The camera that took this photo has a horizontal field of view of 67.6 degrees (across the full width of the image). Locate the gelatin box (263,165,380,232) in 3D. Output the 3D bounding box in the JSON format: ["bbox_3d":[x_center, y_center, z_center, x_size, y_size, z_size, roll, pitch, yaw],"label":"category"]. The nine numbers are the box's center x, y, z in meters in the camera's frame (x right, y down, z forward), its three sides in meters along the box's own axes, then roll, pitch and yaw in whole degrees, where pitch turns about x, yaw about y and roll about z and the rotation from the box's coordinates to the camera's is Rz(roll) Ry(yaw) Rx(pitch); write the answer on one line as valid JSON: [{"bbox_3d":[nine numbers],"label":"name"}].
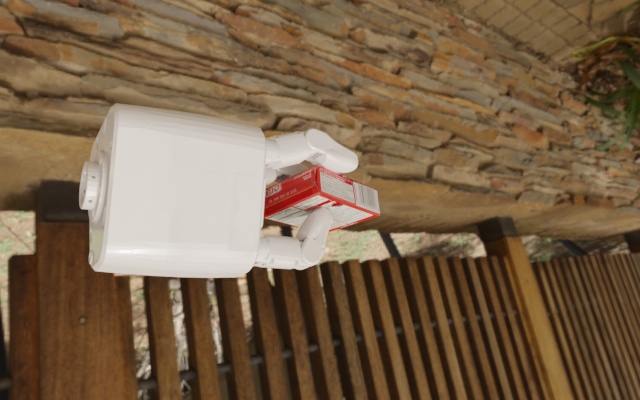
[{"bbox_3d":[0.000,0.002,0.447,0.073,0.030,0.089,-22,-28,38],"label":"gelatin box"}]
